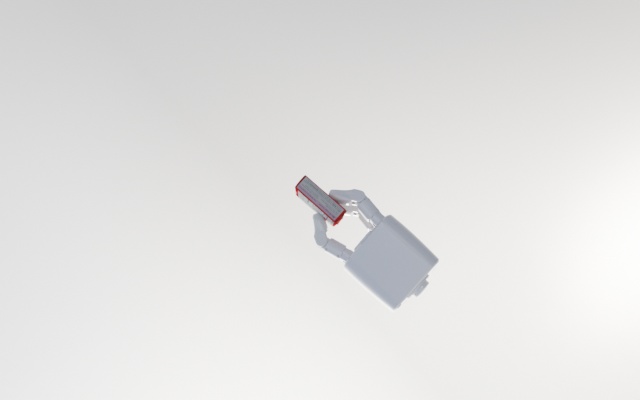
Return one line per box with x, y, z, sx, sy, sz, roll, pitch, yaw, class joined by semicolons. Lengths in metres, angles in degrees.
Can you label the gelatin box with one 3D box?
0.000;0.003;0.781;0.089;0.030;0.073;40;-7;5;gelatin box
